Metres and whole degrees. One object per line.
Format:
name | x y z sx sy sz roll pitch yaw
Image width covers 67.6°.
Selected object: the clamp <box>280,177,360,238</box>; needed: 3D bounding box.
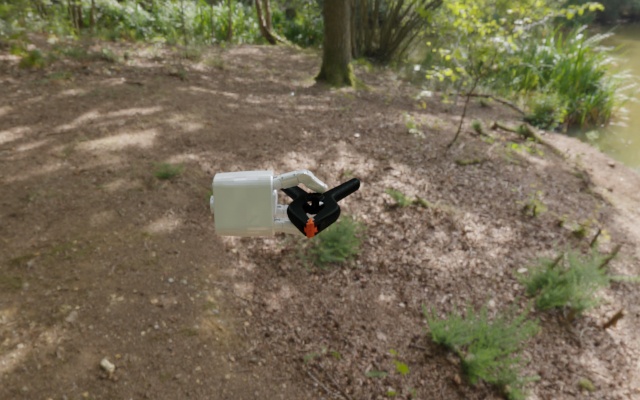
clamp | 0.000 0.002 0.870 0.164 0.036 0.210 -3 26 -2
